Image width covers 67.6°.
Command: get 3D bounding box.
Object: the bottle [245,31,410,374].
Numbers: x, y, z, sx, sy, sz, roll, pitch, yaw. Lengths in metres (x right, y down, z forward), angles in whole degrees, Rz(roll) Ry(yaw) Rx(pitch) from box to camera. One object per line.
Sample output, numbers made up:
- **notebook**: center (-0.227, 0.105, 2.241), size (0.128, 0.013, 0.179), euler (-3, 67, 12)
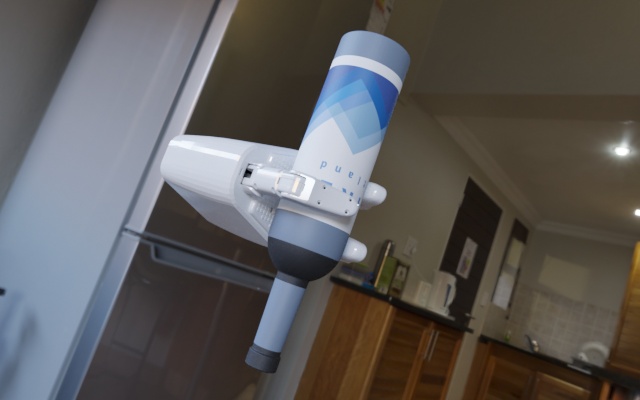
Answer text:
- **bottle**: center (0.000, 0.001, 0.415), size (0.069, 0.295, 0.069), euler (20, -8, 3)
